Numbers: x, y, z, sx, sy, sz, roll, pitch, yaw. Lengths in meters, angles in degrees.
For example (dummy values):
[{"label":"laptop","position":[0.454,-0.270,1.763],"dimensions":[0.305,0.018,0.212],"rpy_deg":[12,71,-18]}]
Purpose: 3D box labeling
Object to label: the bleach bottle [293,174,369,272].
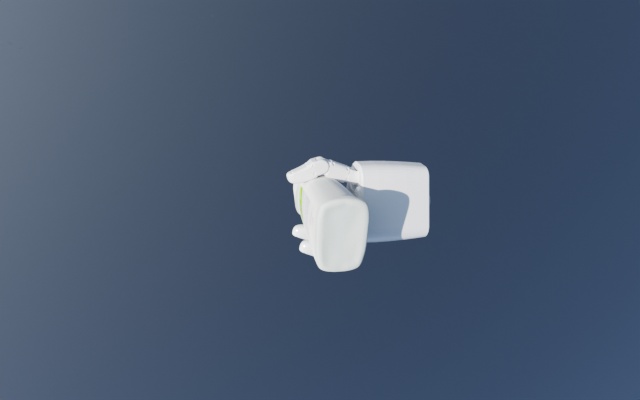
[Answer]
[{"label":"bleach bottle","position":[0.000,0.002,0.690],"dimensions":[0.068,0.103,0.250],"rpy_deg":[-1,21,-13]}]
